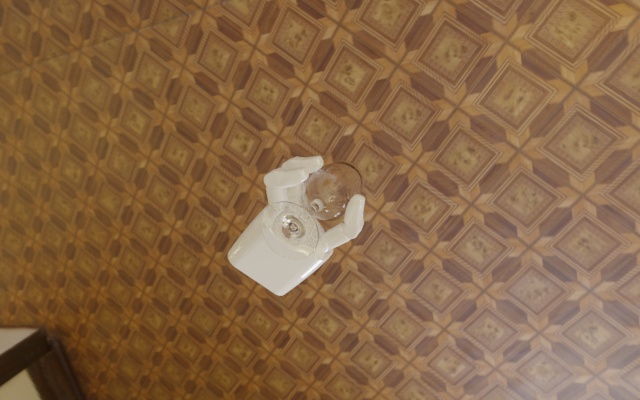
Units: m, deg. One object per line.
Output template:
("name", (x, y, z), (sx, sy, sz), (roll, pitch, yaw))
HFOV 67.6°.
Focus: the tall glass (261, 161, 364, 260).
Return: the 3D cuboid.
("tall glass", (0.000, 0.002, 0.643), (0.079, 0.079, 0.201), (0, 20, 24))
